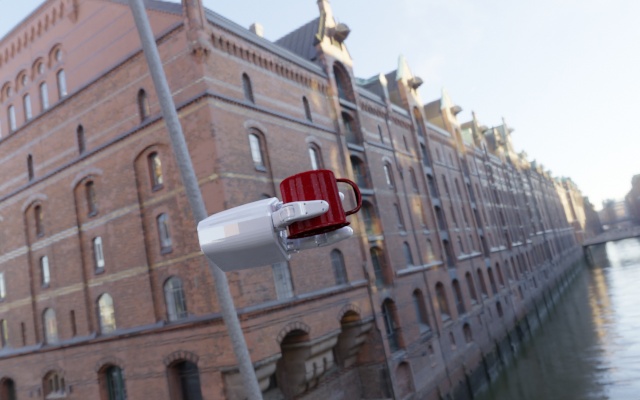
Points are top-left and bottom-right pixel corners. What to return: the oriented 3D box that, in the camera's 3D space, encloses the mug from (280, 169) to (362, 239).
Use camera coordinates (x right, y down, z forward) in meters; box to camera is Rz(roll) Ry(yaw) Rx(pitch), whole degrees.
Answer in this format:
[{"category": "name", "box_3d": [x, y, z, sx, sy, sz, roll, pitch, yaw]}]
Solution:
[{"category": "mug", "box_3d": [0.001, 0.002, 0.680, 0.117, 0.081, 0.093, -14, -9, 2]}]
